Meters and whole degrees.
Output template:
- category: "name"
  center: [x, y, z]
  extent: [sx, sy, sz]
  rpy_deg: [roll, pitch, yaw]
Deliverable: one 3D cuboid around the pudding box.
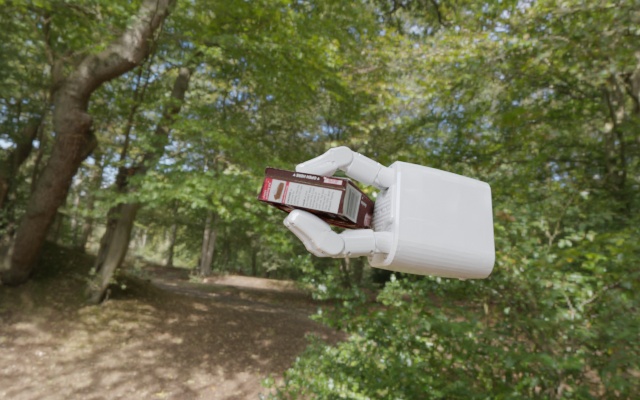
- category: "pudding box"
  center: [0.000, 0.001, 0.497]
  extent: [0.090, 0.039, 0.113]
  rpy_deg: [9, -11, 21]
